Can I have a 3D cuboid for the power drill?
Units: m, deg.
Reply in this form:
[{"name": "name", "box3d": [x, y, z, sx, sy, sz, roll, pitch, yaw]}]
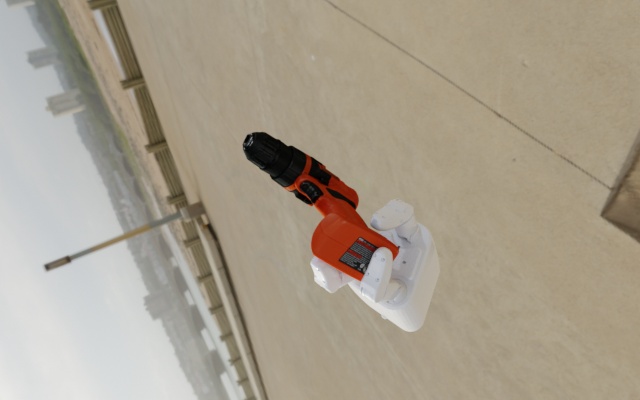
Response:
[{"name": "power drill", "box3d": [0.000, 0.002, 0.558, 0.184, 0.057, 0.187, 30, 17, -34]}]
